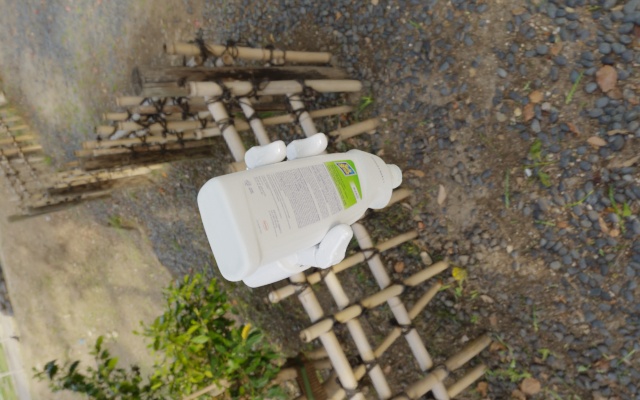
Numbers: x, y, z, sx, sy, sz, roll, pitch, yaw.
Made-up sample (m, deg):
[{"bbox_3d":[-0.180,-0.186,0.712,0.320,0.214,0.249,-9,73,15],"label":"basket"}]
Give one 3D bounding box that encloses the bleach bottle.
[{"bbox_3d":[0.000,0.002,0.524,0.251,0.102,0.068,-15,-9,-38],"label":"bleach bottle"}]
